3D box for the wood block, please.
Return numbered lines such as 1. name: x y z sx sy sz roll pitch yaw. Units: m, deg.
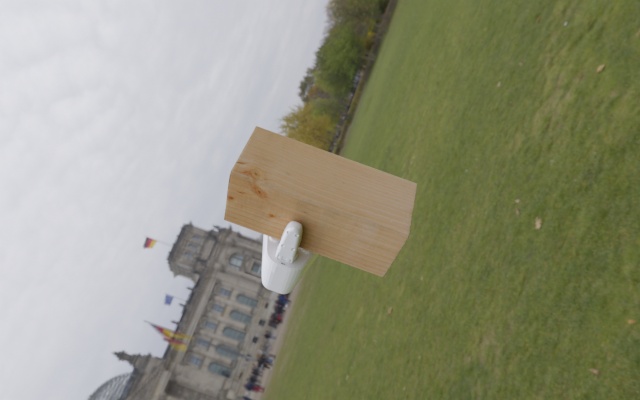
1. wood block: 0.000 0.002 0.575 0.206 0.090 0.090 19 -42 -1
